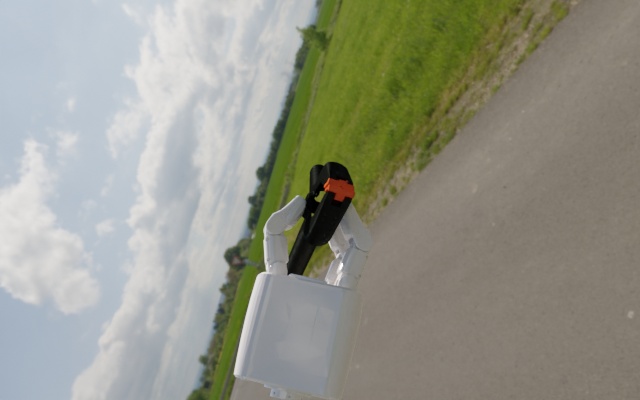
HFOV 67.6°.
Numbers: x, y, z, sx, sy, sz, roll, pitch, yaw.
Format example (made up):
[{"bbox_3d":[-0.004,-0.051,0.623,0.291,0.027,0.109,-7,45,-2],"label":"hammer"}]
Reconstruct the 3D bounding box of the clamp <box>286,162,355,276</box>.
[{"bbox_3d":[-0.001,0.002,0.557,0.036,0.164,0.210,16,-22,-8],"label":"clamp"}]
